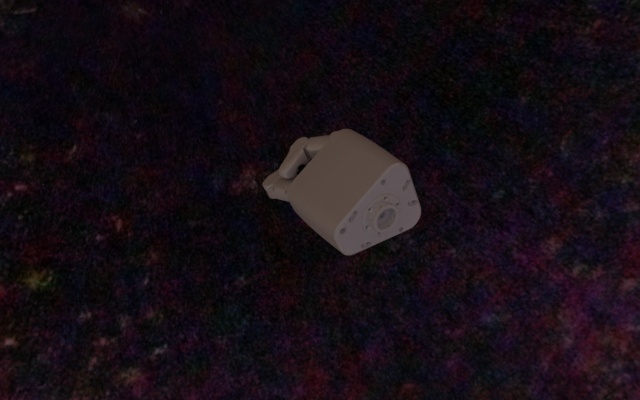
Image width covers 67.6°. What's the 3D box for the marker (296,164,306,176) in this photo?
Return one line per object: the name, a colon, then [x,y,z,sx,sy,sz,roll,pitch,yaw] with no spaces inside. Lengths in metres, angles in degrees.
marker: [0.000,0.002,0.598,0.020,0.020,0.121,0,-44,31]
